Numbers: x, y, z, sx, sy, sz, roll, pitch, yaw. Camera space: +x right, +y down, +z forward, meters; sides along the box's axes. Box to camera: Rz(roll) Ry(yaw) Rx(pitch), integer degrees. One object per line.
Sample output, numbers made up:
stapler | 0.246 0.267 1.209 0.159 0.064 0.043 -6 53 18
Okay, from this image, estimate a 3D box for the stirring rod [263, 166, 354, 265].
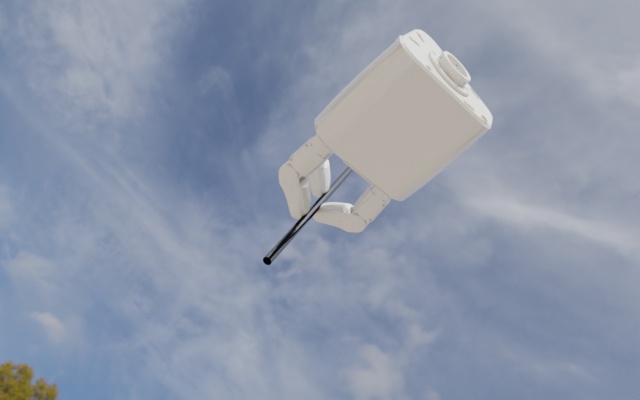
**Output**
stirring rod | 0.000 0.002 0.498 0.011 0.011 0.239 0 24 24
